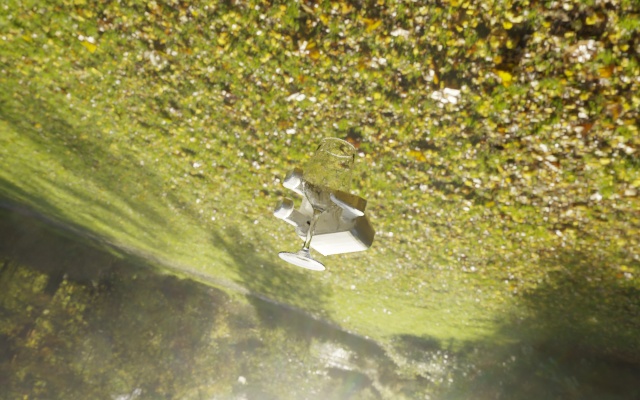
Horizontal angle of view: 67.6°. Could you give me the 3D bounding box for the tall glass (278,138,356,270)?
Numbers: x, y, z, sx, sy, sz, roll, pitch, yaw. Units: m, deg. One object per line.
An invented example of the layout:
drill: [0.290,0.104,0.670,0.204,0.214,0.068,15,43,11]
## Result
tall glass: [0.000,0.003,0.750,0.079,0.201,0.079,16,-19,6]
